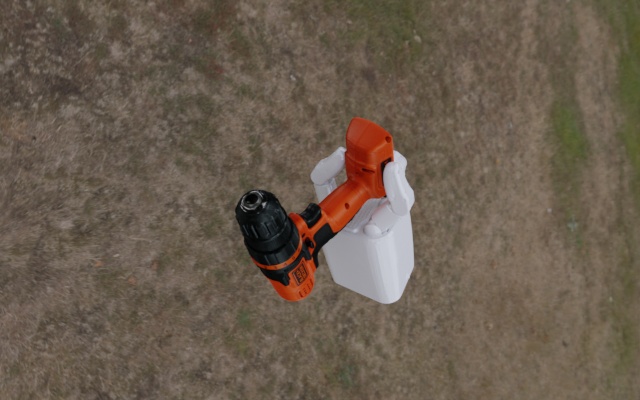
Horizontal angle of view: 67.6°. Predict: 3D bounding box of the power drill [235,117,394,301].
[{"bbox_3d":[0.000,0.001,0.494,0.057,0.187,0.185,34,-21,26],"label":"power drill"}]
